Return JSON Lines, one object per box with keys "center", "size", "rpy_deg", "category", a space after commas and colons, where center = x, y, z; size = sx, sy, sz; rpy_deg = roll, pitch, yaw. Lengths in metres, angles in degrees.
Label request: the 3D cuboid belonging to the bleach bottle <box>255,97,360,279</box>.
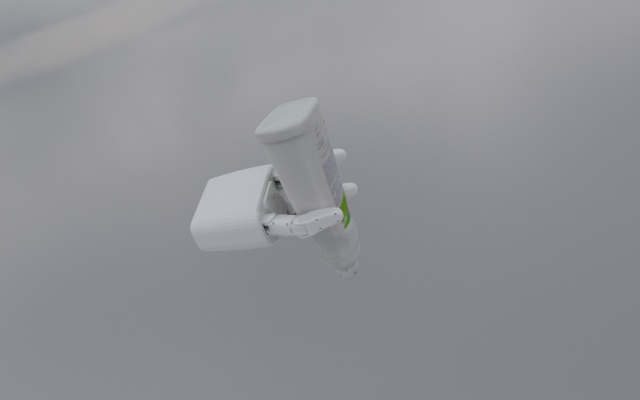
{"center": [0.000, 0.002, 0.616], "size": [0.068, 0.251, 0.102], "rpy_deg": [-9, 28, 21], "category": "bleach bottle"}
